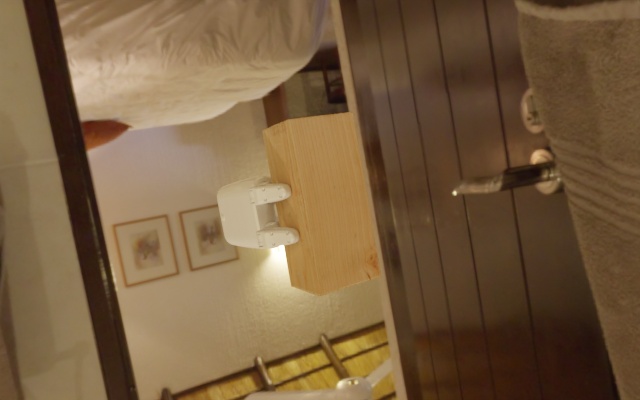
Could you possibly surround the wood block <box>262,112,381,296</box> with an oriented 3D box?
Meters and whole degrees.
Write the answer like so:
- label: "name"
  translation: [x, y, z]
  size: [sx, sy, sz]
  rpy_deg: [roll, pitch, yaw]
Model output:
- label: "wood block"
  translation: [0.000, 0.002, 0.602]
  size: [0.091, 0.206, 0.090]
  rpy_deg: [-12, 5, -27]
